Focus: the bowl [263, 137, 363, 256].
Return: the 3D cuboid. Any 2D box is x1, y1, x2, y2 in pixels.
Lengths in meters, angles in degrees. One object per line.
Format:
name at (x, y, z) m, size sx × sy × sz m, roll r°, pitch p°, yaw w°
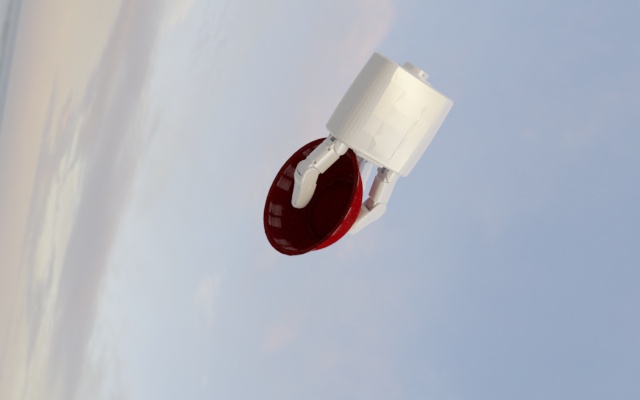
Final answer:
bowl at (-0.001, 0.003, 0.615) m, size 0.162 × 0.162 × 0.055 m, roll 0°, pitch -23°, yaw 45°
